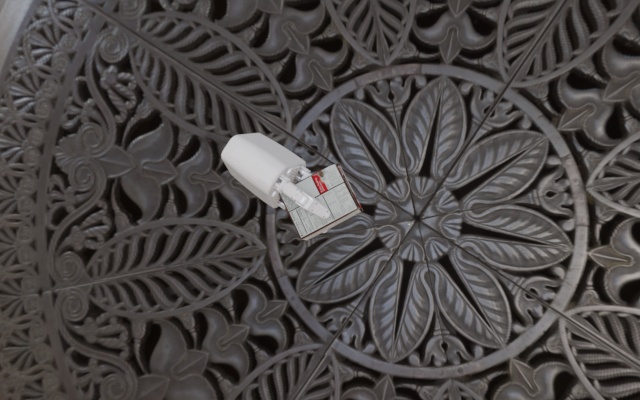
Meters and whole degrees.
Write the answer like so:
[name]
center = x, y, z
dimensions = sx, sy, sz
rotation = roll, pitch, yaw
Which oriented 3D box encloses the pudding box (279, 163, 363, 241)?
[pudding box]
center = 0.000, 0.003, 0.790
dimensions = 0.113, 0.090, 0.039
rotation = -28, -11, 10
